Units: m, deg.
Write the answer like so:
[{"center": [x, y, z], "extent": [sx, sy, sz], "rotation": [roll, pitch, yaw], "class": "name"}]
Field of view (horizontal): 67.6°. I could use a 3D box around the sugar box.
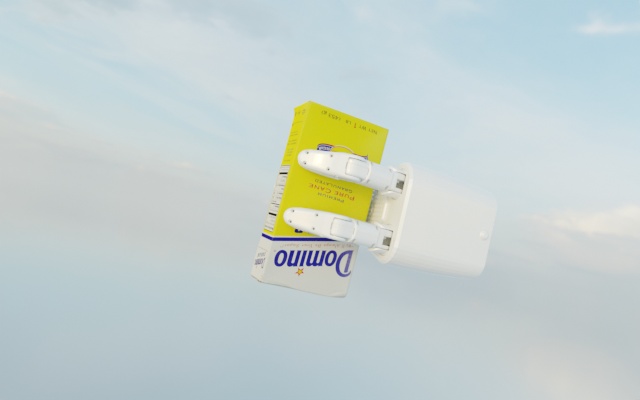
[{"center": [0.000, 0.001, 0.471], "extent": [0.093, 0.176, 0.048], "rotation": [15, -5, -22], "class": "sugar box"}]
